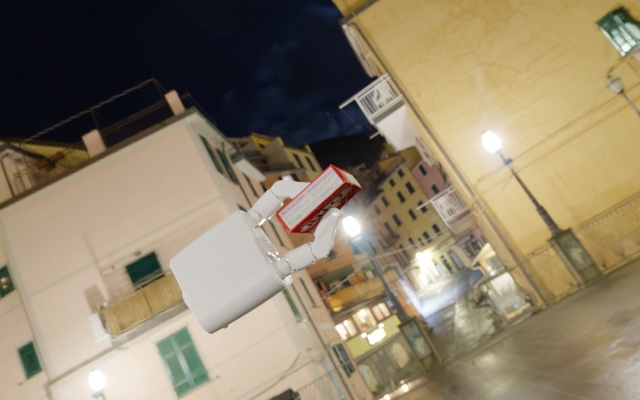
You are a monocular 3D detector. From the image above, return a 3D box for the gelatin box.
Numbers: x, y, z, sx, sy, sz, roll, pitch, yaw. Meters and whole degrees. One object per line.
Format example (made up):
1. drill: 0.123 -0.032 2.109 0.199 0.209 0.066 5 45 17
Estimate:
1. gelatin box: 0.000 0.001 0.557 0.089 0.030 0.073 -42 -16 11
